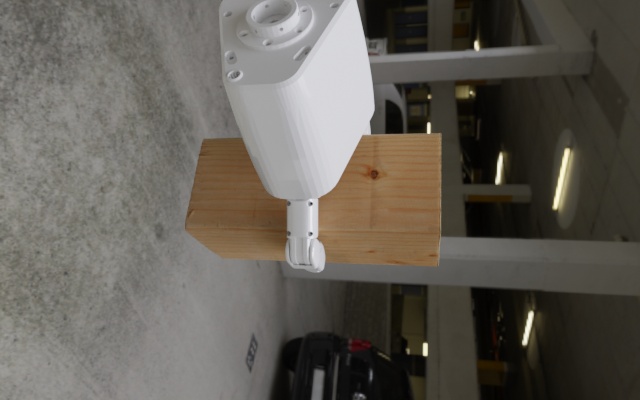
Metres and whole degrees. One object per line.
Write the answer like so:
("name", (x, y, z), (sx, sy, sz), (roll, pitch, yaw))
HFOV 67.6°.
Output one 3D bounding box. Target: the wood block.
("wood block", (0.000, 0.002, 0.425), (0.206, 0.090, 0.090), (1, -23, 13))
